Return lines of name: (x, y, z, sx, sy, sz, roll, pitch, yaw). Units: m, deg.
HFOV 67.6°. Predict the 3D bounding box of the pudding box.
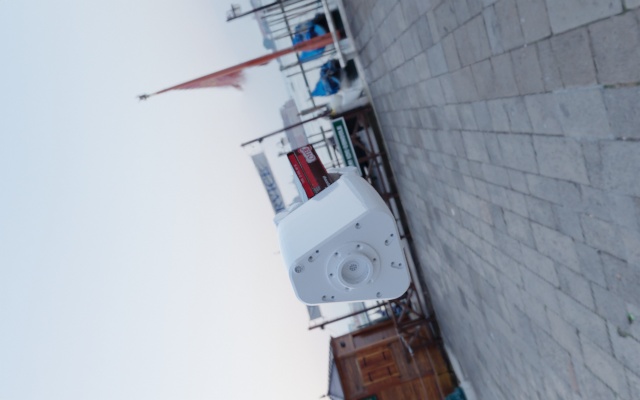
pudding box: (0.000, 0.002, 0.575, 0.039, 0.114, 0.090, -21, 47, -5)
